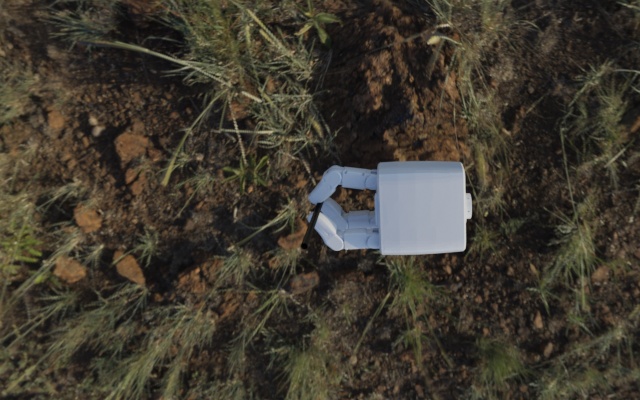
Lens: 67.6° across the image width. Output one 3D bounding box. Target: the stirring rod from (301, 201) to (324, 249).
[{"bbox_3d":[0.000,0.002,0.636,0.011,0.011,0.239,0,24,10],"label":"stirring rod"}]
